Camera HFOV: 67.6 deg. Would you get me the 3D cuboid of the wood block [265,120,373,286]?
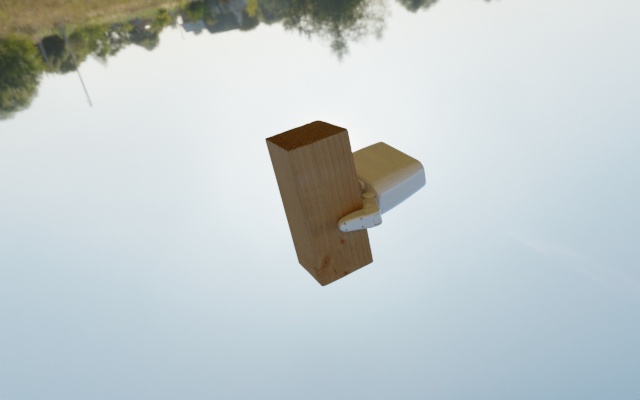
[{"bbox_3d":[0.001,0.002,0.679,0.090,0.206,0.090,-23,25,-20],"label":"wood block"}]
